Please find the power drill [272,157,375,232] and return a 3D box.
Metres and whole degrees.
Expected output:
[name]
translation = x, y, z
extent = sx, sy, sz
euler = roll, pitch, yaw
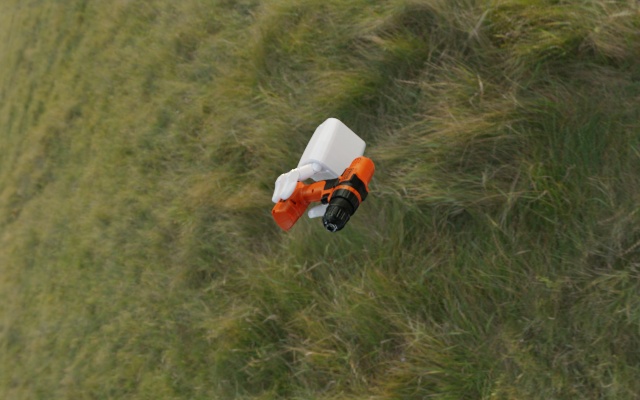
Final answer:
[power drill]
translation = 0.000, 0.003, 0.884
extent = 0.188, 0.057, 0.184
euler = -14, 29, 38
